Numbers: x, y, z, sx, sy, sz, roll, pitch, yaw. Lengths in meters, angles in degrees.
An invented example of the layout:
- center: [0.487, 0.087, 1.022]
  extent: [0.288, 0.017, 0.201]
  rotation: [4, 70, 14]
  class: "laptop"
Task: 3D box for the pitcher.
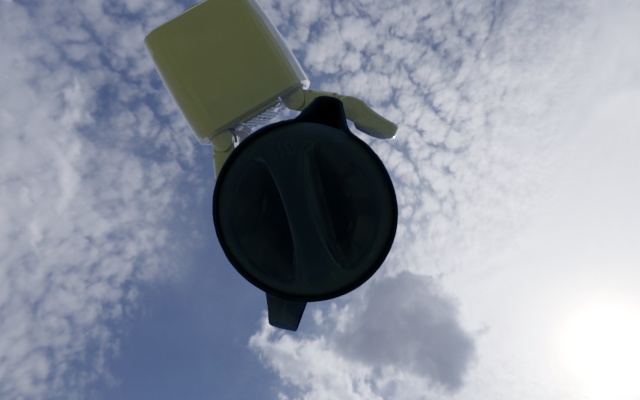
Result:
- center: [0.000, 0.001, 0.450]
  extent: [0.149, 0.145, 0.243]
  rotation: [-34, 3, 12]
  class: "pitcher"
